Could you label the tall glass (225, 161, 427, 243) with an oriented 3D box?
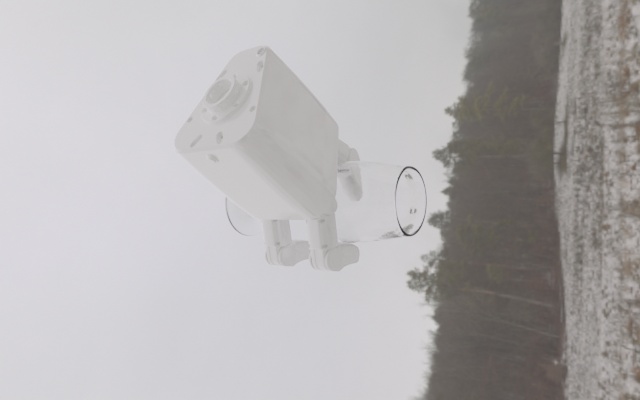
[{"bbox_3d":[0.000,0.002,0.476,0.201,0.079,0.079,-1,0,37],"label":"tall glass"}]
